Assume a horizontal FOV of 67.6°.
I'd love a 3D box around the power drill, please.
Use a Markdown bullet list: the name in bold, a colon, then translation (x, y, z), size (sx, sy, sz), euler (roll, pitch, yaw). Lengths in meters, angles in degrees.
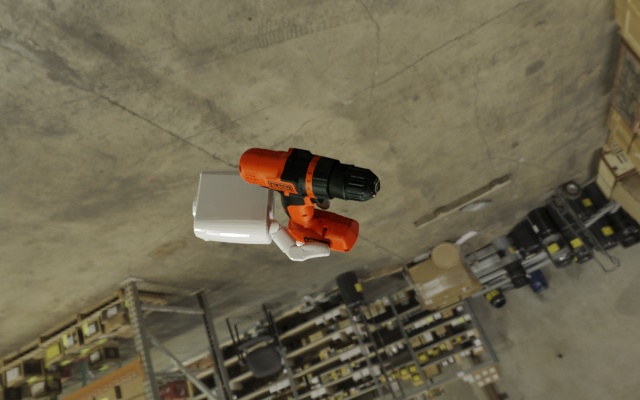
- **power drill**: translation (0.000, 0.002, 0.642), size (0.184, 0.057, 0.188), euler (13, -28, 22)
